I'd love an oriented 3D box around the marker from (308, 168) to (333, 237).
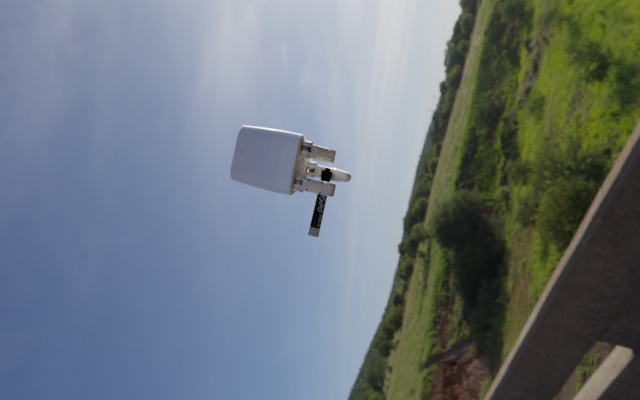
[{"bbox_3d":[0.000,0.003,0.827,0.020,0.121,0.020,12,1,0],"label":"marker"}]
